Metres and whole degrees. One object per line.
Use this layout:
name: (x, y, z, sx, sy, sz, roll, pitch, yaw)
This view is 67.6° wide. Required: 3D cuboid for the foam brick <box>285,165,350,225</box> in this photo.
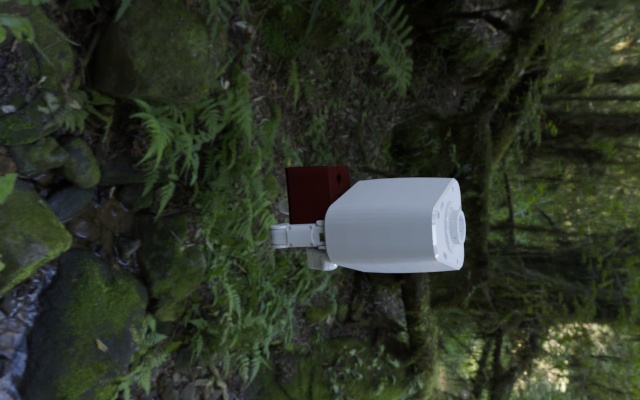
foam brick: (0.000, 0.001, 0.505, 0.051, 0.078, 0.053, -3, 3, 29)
